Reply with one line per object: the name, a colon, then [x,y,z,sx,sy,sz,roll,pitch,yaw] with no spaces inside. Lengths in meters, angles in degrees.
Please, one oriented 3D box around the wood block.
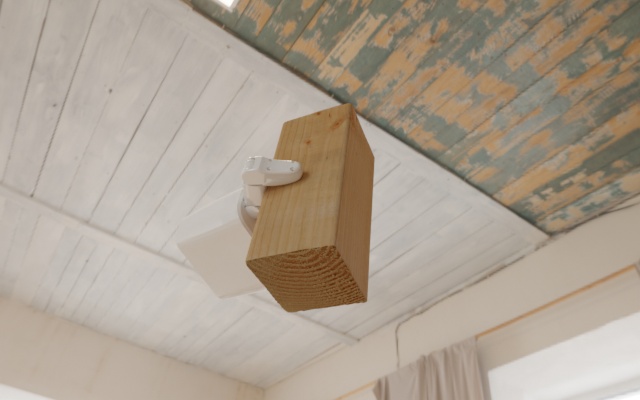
wood block: [0.000,0.001,0.506,0.090,0.206,0.091,-12,-47,21]
